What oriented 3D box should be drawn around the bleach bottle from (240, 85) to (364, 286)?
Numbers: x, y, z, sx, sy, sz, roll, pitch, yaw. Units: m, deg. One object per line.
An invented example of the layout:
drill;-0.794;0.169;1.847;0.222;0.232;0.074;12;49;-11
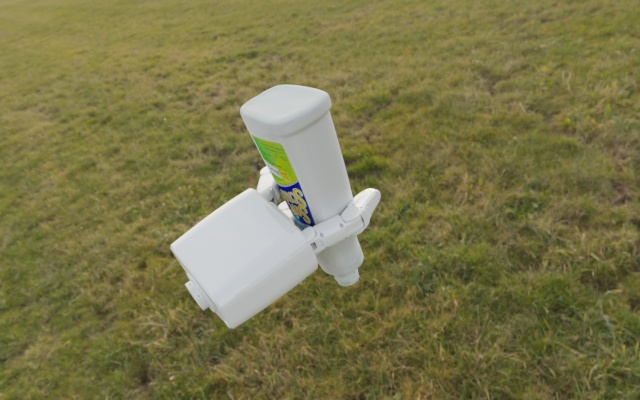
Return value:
bleach bottle;0.000;0.002;0.526;0.068;0.251;0.102;-36;35;-21
